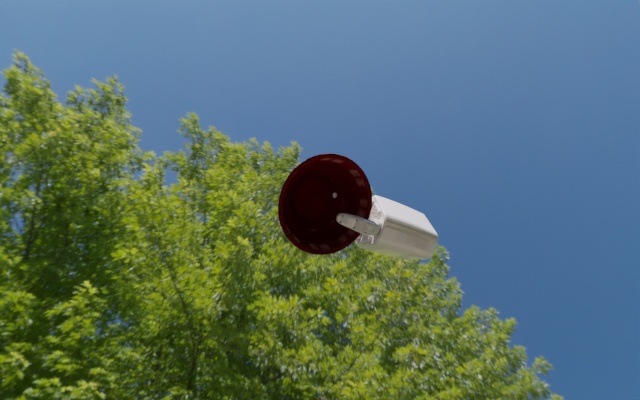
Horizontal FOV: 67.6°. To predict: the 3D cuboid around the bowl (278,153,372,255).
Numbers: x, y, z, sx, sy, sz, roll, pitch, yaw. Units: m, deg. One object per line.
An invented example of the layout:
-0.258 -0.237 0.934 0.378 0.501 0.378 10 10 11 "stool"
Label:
-0.001 0.002 0.766 0.162 0.162 0.055 0 11 -25 "bowl"
